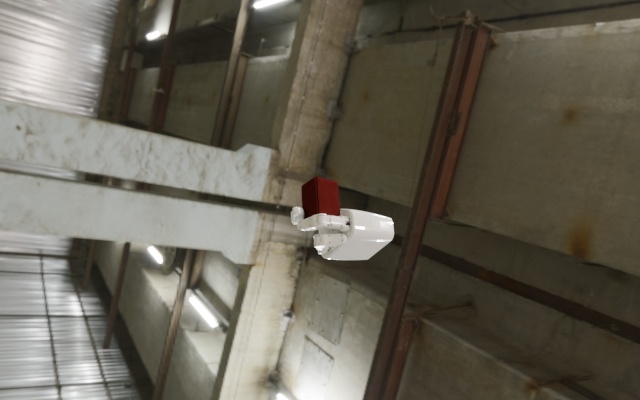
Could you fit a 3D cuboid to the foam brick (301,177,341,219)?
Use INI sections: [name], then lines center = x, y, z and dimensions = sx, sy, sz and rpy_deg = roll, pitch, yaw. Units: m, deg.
[foam brick]
center = 0.000, 0.003, 0.894
dimensions = 0.051, 0.078, 0.053
rpy_deg = 9, -21, -33
